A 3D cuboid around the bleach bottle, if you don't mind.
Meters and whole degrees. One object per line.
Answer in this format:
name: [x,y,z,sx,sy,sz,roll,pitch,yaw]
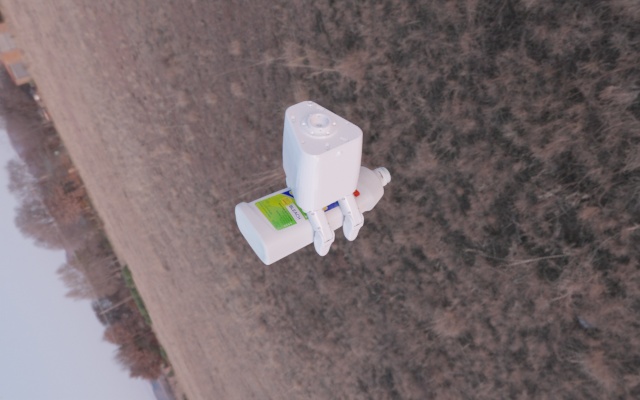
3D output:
bleach bottle: [0.000,0.003,0.754,0.251,0.068,0.102,-26,56,-23]
